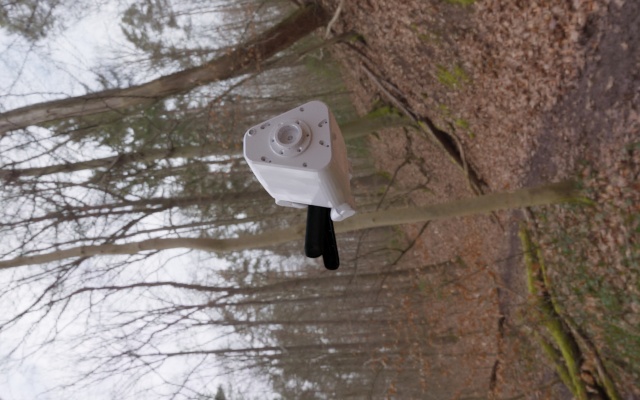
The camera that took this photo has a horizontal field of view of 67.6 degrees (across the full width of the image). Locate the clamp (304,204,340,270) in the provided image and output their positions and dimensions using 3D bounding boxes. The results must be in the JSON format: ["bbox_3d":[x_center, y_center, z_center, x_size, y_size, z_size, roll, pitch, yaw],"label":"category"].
[{"bbox_3d":[-0.001,0.002,0.714,0.036,0.210,0.165,-7,-22,8],"label":"clamp"}]
